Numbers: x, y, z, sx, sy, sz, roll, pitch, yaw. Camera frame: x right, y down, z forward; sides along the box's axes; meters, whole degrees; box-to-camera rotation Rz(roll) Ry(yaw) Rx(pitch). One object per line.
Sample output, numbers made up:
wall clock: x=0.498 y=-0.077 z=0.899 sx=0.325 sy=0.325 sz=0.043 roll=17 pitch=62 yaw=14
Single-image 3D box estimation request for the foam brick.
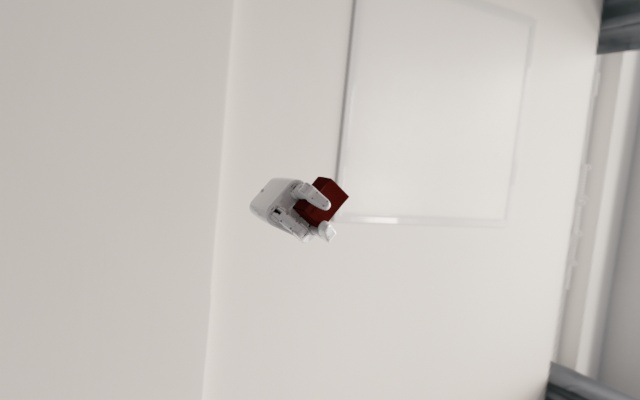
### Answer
foam brick: x=0.000 y=0.003 z=0.849 sx=0.053 sy=0.078 sz=0.051 roll=46 pitch=-14 yaw=-24
